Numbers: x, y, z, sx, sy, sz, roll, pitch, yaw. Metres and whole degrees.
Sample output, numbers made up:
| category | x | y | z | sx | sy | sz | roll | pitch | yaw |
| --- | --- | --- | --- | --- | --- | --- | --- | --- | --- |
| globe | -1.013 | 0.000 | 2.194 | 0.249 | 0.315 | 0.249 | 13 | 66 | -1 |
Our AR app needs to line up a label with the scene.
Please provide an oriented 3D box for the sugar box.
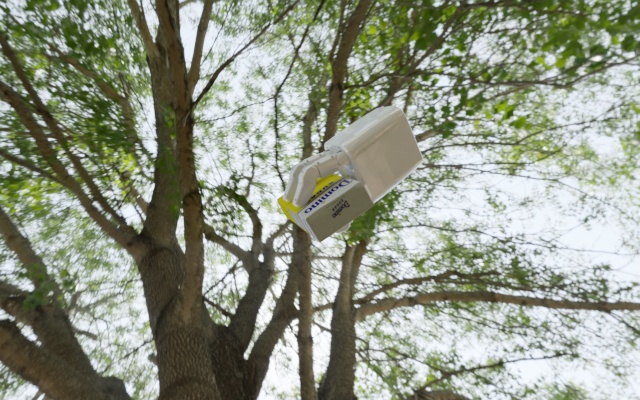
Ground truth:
| category | x | y | z | sx | sy | sz | roll | pitch | yaw |
| --- | --- | --- | --- | --- | --- | --- | --- | --- | --- |
| sugar box | 0.000 | 0.002 | 0.706 | 0.093 | 0.048 | 0.176 | -34 | 14 | -11 |
